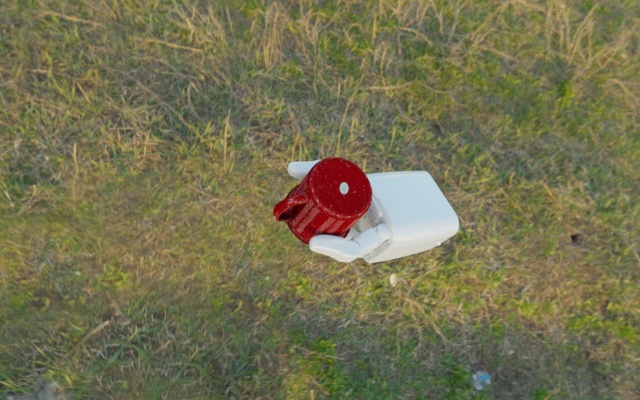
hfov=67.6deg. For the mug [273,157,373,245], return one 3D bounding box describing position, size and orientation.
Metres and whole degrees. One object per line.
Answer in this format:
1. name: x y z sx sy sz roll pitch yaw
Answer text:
1. mug: -0.001 0.002 0.570 0.117 0.093 0.081 -7 -22 -25
